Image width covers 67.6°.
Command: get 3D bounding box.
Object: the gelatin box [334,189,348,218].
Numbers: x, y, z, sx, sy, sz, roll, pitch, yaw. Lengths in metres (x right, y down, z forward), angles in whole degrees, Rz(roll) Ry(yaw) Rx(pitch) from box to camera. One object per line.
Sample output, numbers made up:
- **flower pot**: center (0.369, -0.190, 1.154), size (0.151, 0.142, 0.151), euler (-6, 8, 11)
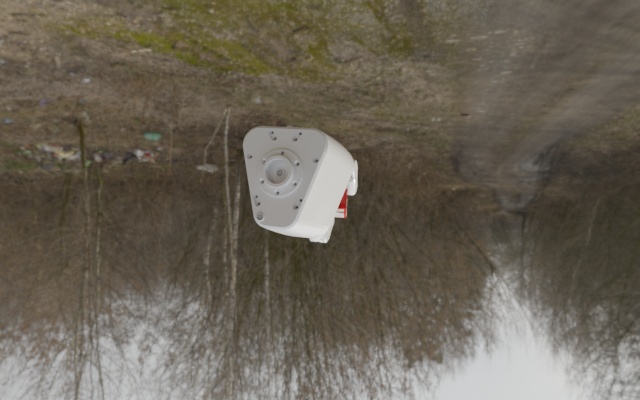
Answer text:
- **gelatin box**: center (0.000, 0.003, 0.656), size (0.073, 0.030, 0.089), euler (4, -10, 3)
